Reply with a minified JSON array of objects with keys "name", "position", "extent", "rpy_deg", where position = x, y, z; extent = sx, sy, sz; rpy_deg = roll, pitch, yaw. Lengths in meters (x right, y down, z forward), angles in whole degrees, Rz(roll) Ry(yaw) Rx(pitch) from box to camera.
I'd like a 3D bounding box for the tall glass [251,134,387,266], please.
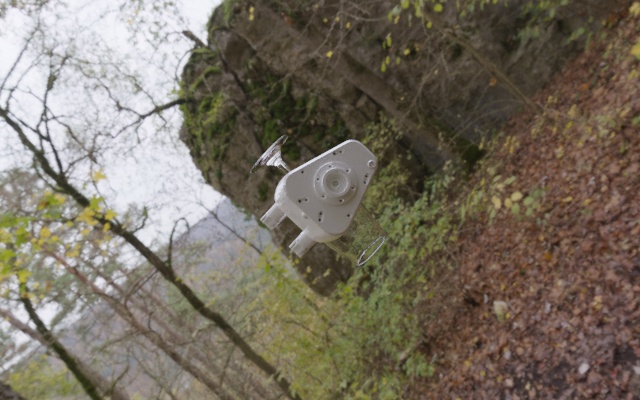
[{"name":"tall glass","position":[0.000,0.002,0.673],"extent":[0.201,0.079,0.079],"rpy_deg":[43,-2,-2]}]
